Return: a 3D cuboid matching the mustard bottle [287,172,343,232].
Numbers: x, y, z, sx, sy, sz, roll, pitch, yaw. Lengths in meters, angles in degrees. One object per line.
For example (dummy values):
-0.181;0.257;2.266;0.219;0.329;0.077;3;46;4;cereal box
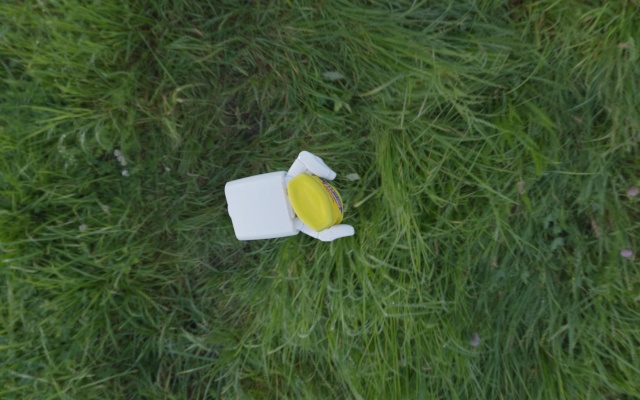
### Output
0.000;0.003;0.830;0.058;0.096;0.191;-34;-6;9;mustard bottle
